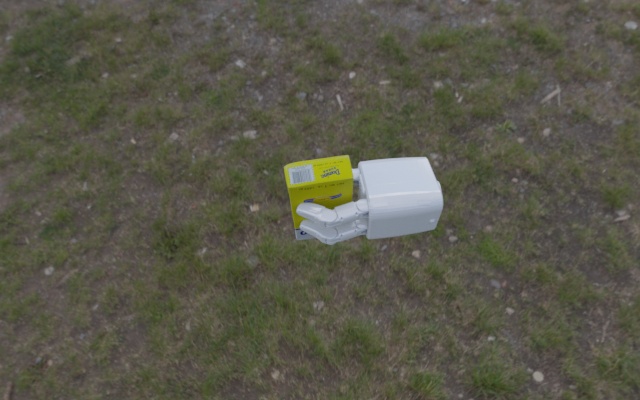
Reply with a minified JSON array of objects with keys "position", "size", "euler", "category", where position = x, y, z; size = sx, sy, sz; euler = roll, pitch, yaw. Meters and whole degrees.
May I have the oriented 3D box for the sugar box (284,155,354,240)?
[{"position":[0.000,0.003,0.726],"size":[0.093,0.048,0.176],"euler":[-8,-31,-2],"category":"sugar box"}]
